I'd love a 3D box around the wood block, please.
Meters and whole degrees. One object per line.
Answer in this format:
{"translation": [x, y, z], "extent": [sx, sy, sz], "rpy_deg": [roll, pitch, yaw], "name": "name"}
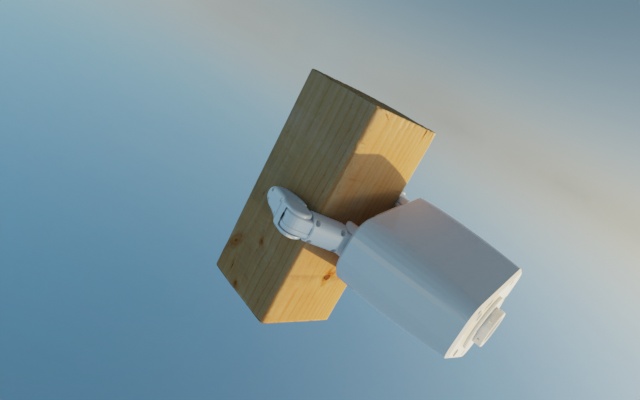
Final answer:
{"translation": [0.000, 0.002, 0.437], "extent": [0.091, 0.206, 0.090], "rpy_deg": [12, 22, -47], "name": "wood block"}
